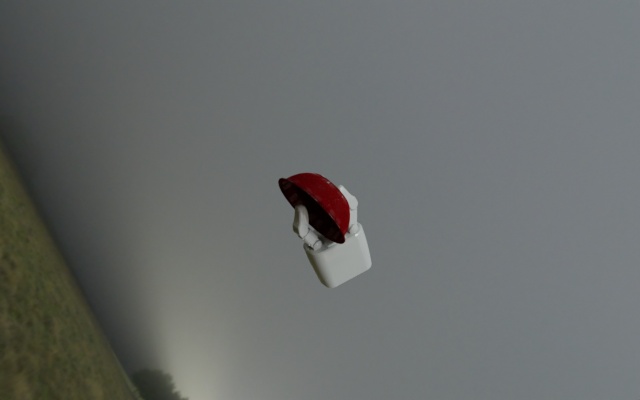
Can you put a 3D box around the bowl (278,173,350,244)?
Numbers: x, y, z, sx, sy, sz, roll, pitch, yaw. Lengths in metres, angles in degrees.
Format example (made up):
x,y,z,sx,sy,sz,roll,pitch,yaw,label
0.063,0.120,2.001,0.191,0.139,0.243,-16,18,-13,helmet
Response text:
x,y,z,sx,sy,sz,roll,pitch,yaw,label
0.000,0.002,0.852,0.055,0.162,0.162,-46,15,-15,bowl
